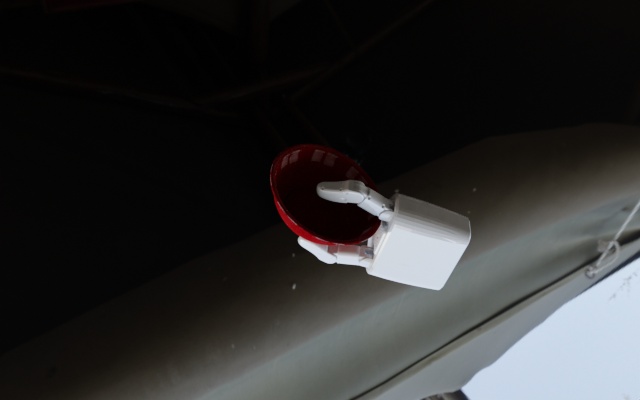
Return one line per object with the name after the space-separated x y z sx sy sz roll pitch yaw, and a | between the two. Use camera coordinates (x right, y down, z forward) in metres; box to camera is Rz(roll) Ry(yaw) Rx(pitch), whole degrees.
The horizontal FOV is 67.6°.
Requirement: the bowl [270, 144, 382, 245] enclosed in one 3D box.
-0.001 0.002 0.636 0.162 0.162 0.055 0 -35 -32 | bowl
